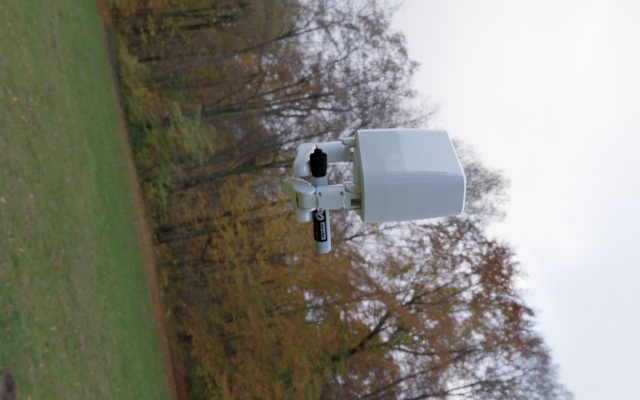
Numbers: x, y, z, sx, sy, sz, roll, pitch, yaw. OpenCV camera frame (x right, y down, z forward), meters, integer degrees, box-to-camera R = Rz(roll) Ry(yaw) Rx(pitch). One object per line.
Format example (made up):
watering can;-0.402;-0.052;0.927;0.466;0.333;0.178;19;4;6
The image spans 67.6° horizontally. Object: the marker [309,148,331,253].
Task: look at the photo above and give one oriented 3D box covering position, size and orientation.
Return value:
marker;0.000;0.002;0.518;0.020;0.121;0.020;-2;26;1
